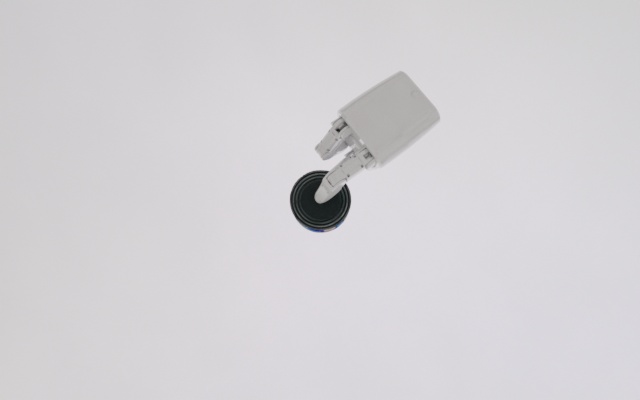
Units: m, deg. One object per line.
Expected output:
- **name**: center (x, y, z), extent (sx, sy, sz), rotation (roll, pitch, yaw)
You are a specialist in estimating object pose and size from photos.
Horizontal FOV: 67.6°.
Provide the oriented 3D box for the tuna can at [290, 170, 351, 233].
- **tuna can**: center (0.000, 0.002, 0.676), extent (0.086, 0.086, 0.034), rotation (0, -12, 1)
